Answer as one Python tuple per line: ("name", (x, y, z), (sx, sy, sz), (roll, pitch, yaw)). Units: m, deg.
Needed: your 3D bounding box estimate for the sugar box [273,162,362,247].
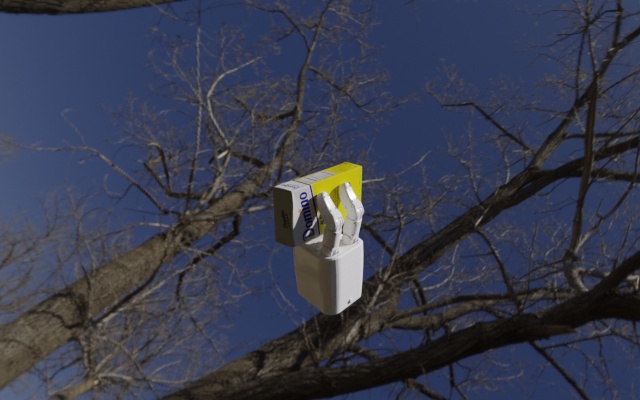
("sugar box", (0.001, 0.003, 0.773), (0.048, 0.093, 0.176), (14, 26, 35))
